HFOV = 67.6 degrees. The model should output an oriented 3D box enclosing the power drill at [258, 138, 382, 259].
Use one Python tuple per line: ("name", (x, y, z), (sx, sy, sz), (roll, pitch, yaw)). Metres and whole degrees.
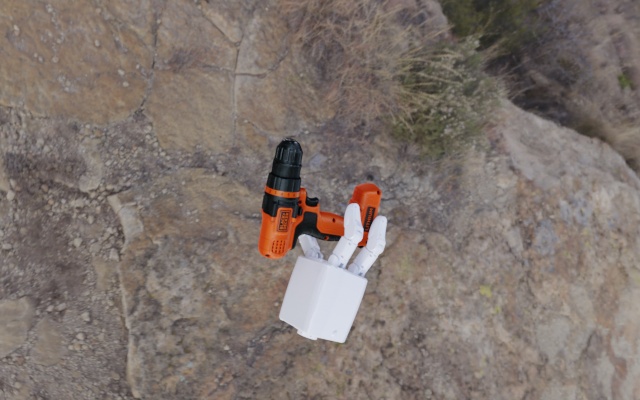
("power drill", (0.000, 0.003, 0.747), (0.187, 0.184, 0.057), (5, 16, -26))
